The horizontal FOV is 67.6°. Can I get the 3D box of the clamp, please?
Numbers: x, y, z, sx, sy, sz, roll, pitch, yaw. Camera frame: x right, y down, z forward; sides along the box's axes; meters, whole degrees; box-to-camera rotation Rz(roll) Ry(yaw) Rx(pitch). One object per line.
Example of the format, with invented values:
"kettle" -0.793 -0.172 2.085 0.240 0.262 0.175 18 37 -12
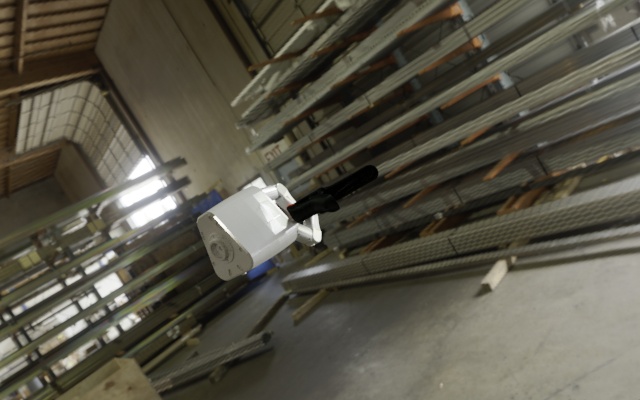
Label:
"clamp" 0.000 0.002 0.732 0.171 0.039 0.120 -28 2 40
